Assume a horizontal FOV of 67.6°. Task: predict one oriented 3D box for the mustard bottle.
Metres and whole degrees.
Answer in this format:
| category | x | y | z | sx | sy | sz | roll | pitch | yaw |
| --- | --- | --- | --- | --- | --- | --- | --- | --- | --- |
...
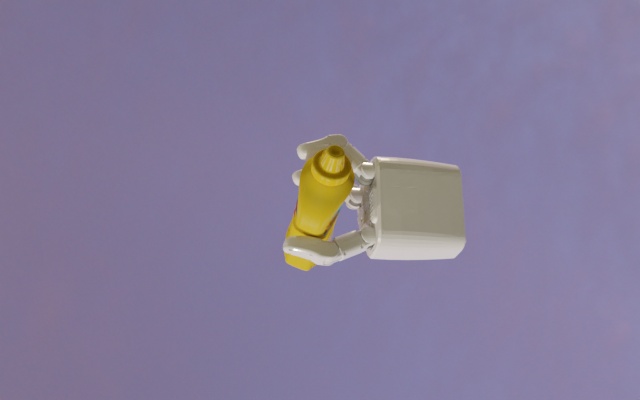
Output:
| category | x | y | z | sx | sy | sz | roll | pitch | yaw |
| --- | --- | --- | --- | --- | --- | --- | --- | --- | --- |
| mustard bottle | 0.000 | 0.002 | 0.550 | 0.058 | 0.096 | 0.192 | 23 | -33 | 3 |
